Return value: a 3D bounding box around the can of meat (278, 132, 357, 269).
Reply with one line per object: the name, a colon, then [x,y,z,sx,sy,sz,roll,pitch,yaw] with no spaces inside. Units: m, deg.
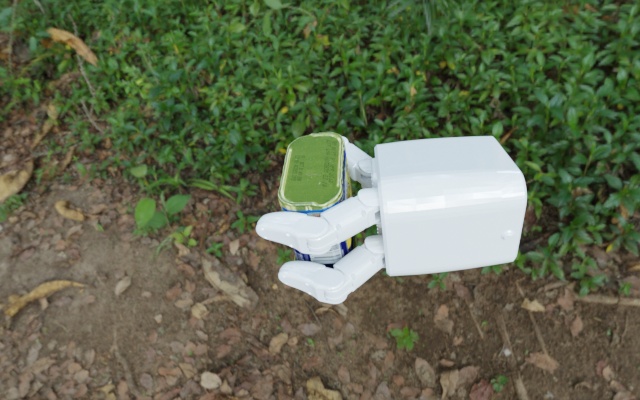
can of meat: [0.000,0.001,0.423,0.057,0.084,0.102,-4,42,8]
